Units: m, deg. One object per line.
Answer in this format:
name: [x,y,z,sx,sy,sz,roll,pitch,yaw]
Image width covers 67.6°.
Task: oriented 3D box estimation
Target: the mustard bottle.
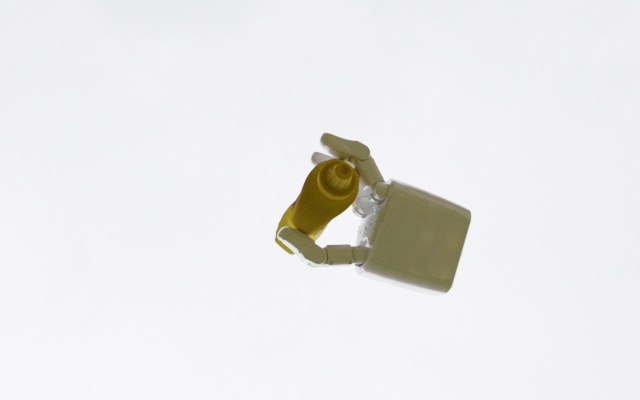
mustard bottle: [0.000,0.002,0.561,0.058,0.096,0.192,41,-24,1]
